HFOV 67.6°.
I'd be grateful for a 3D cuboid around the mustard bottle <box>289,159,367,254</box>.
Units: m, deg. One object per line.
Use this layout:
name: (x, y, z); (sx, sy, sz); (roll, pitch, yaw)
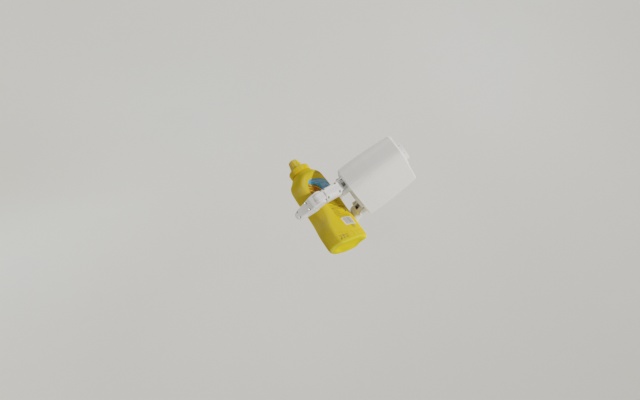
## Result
mustard bottle: (0.000, 0.003, 0.855); (0.058, 0.191, 0.096); (-45, -21, 29)
